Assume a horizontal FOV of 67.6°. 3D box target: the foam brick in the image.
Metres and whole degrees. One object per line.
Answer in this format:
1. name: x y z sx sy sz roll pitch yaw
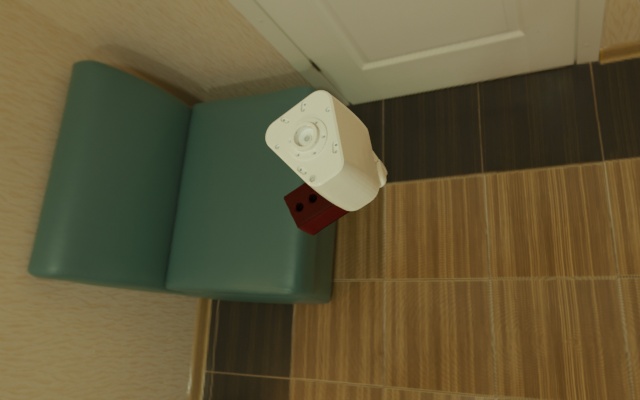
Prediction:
1. foam brick: 0.000 0.002 0.645 0.078 0.053 0.051 -34 -26 15
